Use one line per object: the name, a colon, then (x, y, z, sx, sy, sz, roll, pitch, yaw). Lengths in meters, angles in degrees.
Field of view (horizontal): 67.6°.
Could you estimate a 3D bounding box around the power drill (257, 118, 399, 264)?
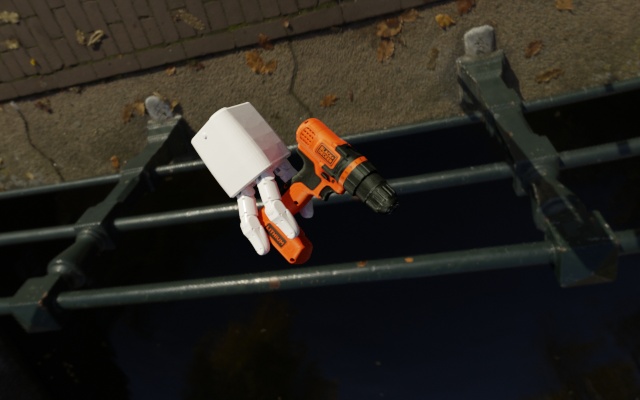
power drill: (0.000, 0.002, 0.698, 0.184, 0.188, 0.057, 45, 21, 21)
